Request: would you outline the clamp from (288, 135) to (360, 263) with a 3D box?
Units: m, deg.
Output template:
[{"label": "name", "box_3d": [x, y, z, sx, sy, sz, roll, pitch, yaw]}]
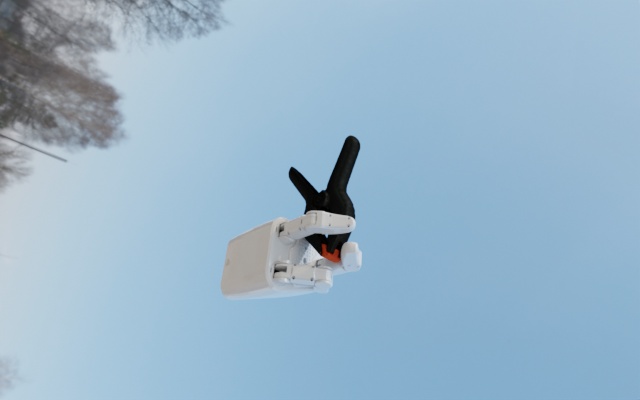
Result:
[{"label": "clamp", "box_3d": [0.001, 0.002, 0.641, 0.120, 0.171, 0.039, -21, -37, 41]}]
